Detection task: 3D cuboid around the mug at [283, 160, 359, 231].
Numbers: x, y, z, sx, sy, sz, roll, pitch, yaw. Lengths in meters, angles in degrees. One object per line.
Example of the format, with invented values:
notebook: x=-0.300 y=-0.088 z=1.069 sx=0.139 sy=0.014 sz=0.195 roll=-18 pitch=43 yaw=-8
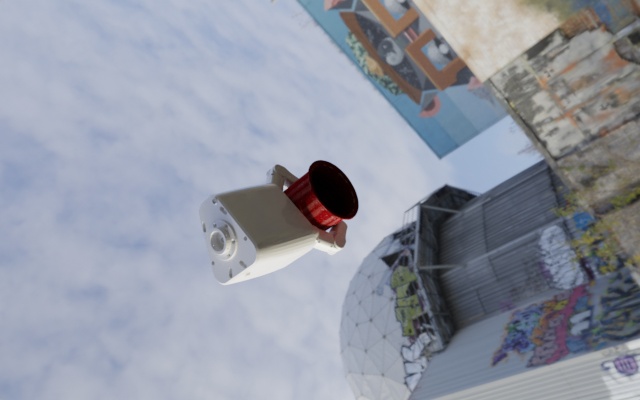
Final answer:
mug: x=0.001 y=0.002 z=0.680 sx=0.081 sy=0.093 sz=0.117 roll=-36 pitch=-15 yaw=35
